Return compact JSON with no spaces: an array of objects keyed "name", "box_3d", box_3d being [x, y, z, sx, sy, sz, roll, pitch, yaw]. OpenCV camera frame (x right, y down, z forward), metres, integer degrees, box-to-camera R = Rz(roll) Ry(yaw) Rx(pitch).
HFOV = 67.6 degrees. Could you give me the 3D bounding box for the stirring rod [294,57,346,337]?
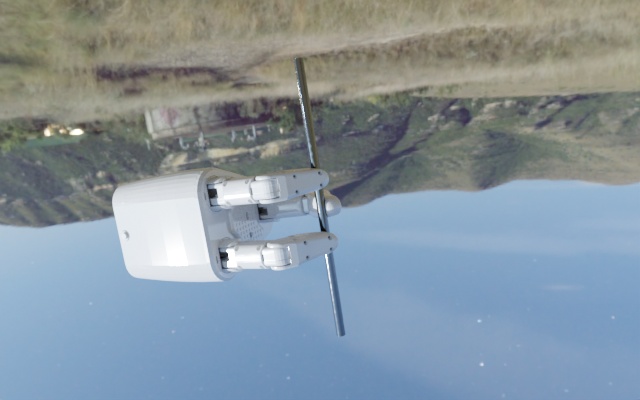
[{"name":"stirring rod","box_3d":[0.000,0.001,0.408,0.011,0.239,0.011,-9,8,1]}]
